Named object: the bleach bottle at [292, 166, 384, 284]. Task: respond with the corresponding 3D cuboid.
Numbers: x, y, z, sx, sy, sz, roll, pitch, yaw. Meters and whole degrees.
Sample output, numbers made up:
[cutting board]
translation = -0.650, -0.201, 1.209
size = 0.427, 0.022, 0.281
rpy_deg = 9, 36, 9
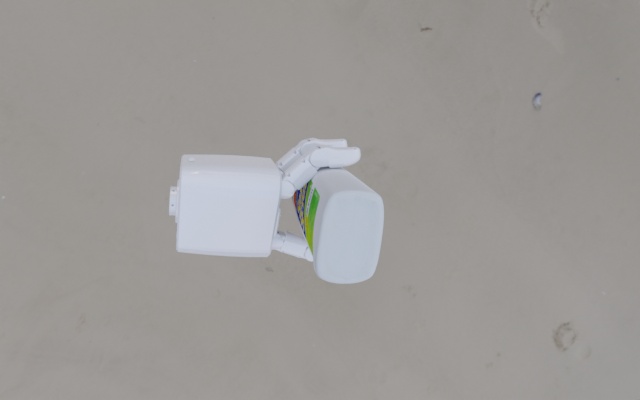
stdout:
[bleach bottle]
translation = 0.000, 0.002, 0.581
size = 0.068, 0.102, 0.250
rpy_deg = 3, 15, -16
